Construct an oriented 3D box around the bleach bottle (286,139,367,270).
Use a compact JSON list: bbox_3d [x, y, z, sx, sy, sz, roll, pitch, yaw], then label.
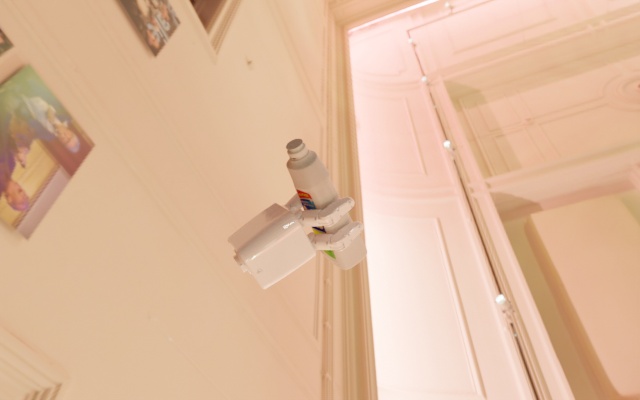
[{"bbox_3d":[0.000,0.003,0.802,0.068,0.251,0.102,-36,37,-14],"label":"bleach bottle"}]
